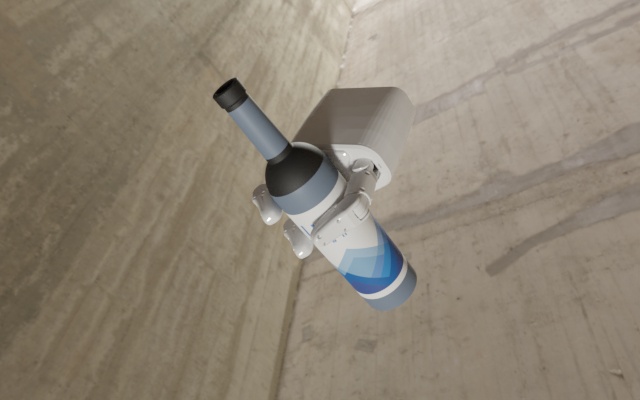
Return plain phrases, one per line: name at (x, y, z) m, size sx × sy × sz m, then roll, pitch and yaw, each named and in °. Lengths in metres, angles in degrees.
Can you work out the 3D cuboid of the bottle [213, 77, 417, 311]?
bottle at (0.000, 0.002, 0.480) m, size 0.069 × 0.069 × 0.296 m, roll 0°, pitch -42°, yaw 48°
